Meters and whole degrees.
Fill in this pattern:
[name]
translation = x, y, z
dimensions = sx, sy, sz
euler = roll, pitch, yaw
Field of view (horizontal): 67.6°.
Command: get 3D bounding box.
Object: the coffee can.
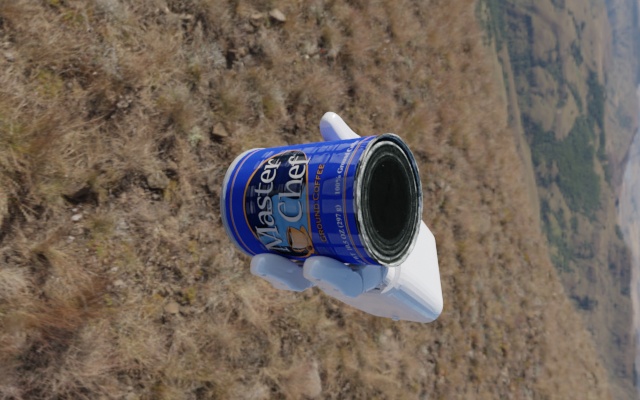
[coffee can]
translation = 0.000, 0.001, 0.404
dimensions = 0.140, 0.103, 0.103
euler = -1, -1, 37
